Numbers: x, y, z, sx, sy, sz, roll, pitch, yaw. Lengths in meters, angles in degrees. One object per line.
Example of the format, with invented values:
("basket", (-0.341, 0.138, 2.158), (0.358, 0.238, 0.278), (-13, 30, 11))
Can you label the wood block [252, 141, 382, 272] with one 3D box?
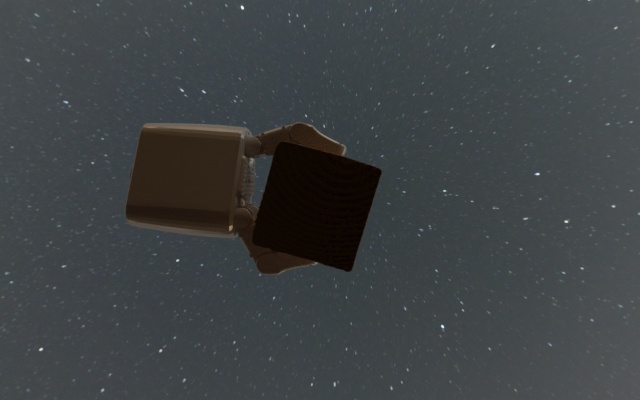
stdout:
("wood block", (0.000, 0.001, 0.489), (0.090, 0.091, 0.206), (16, 3, 1))
